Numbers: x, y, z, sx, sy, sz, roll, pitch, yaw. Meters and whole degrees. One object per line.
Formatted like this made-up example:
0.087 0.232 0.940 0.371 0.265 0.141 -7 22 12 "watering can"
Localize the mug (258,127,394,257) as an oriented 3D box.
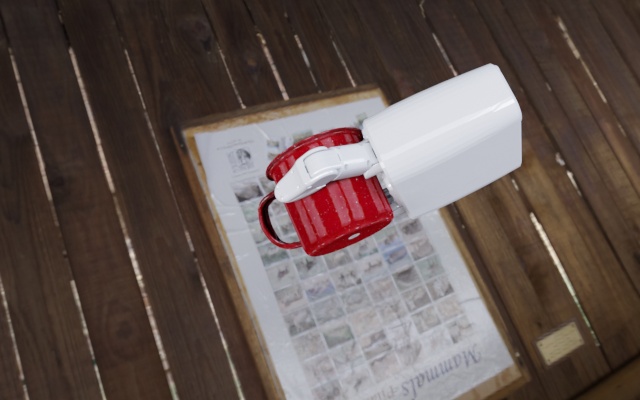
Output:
-0.001 0.002 0.410 0.117 0.081 0.093 -26 -14 12 "mug"
